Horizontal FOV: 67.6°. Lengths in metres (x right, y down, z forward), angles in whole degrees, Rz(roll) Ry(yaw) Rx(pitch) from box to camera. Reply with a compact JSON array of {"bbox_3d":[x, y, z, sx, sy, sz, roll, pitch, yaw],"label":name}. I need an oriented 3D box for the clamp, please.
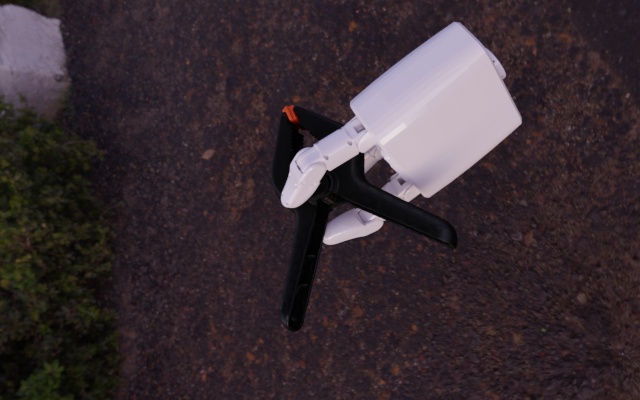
[{"bbox_3d":[0.000,0.001,0.434,0.164,0.210,0.036,-36,-31,11],"label":"clamp"}]
